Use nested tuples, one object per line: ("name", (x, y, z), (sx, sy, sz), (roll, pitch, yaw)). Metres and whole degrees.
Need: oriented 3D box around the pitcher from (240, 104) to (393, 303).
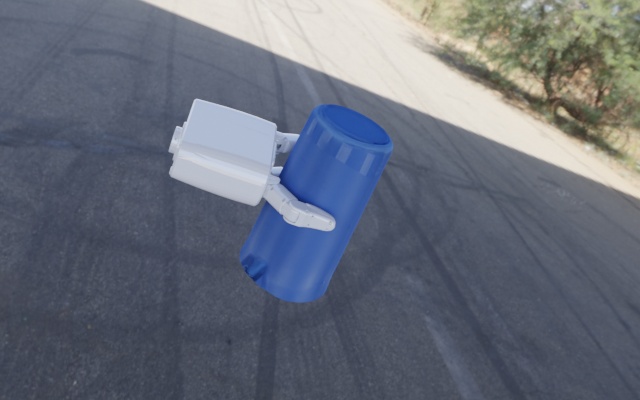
("pitcher", (0.000, 0.002, 0.630), (0.145, 0.243, 0.149), (18, 29, -16))
